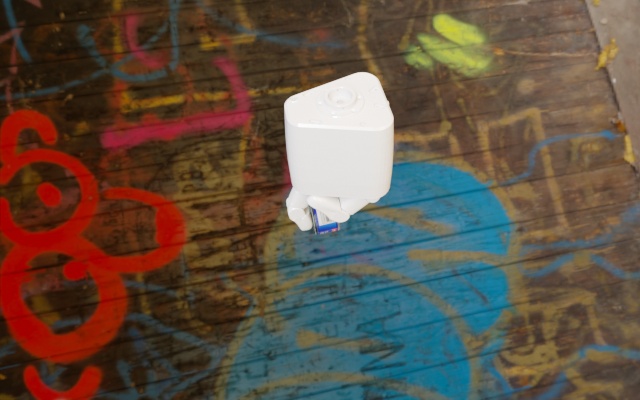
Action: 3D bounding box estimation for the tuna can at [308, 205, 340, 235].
[{"bbox_3d":[0.000,0.002,0.642,0.034,0.086,0.086,-13,1,-4],"label":"tuna can"}]
